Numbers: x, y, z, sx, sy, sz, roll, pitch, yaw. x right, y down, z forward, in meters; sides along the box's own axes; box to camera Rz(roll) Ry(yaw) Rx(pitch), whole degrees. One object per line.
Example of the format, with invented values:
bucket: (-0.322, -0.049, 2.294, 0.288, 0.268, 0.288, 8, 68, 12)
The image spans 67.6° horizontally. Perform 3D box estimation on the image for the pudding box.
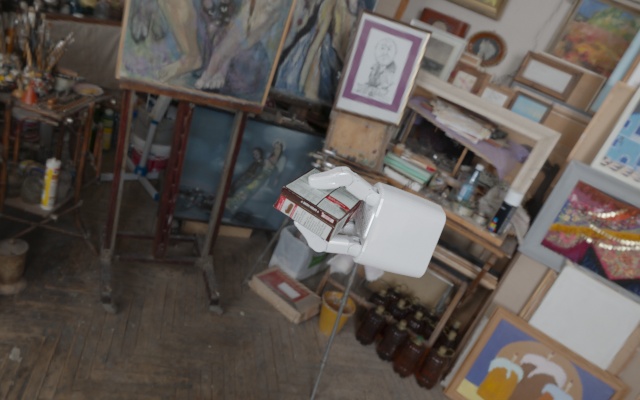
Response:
pudding box: (0.000, 0.002, 0.663, 0.090, 0.039, 0.113, 31, 24, 10)
